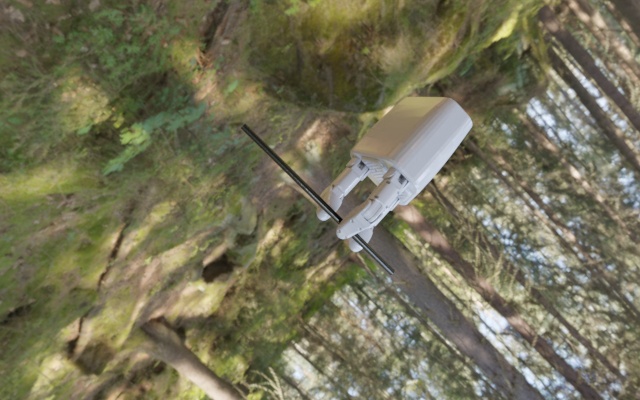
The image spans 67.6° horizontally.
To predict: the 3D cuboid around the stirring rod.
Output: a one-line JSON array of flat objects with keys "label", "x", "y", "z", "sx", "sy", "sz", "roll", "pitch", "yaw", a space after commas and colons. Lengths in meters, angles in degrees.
[{"label": "stirring rod", "x": 0.000, "y": 0.002, "z": 0.541, "sx": 0.239, "sy": 0.011, "sz": 0.011, "roll": 45, "pitch": -10, "yaw": -10}]
